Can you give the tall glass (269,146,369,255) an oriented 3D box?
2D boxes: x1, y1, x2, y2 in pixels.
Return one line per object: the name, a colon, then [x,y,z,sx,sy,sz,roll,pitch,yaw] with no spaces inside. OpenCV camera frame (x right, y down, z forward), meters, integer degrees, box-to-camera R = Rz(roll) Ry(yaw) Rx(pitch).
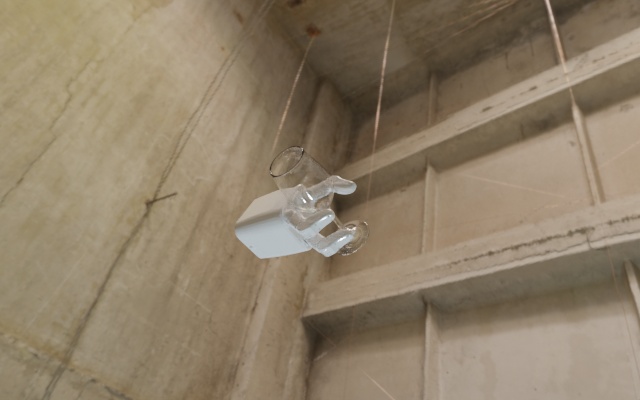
tall glass: [0.001,0.003,0.773,0.079,0.079,0.201,0,-39,41]
